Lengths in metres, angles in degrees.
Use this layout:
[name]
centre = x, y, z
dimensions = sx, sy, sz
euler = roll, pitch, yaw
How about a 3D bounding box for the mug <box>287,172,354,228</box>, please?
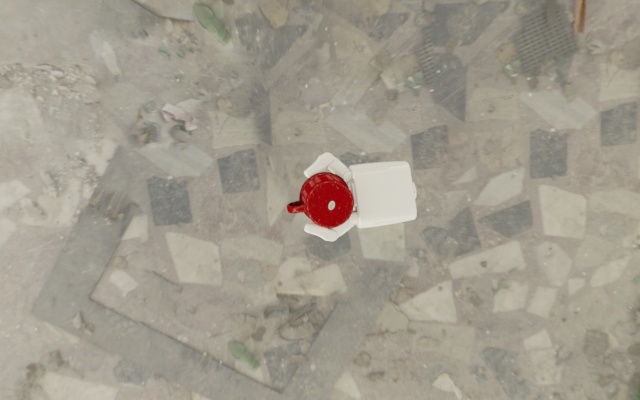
[mug]
centre = -0.001, 0.003, 0.816
dimensions = 0.117, 0.093, 0.081
euler = -9, 9, -4
